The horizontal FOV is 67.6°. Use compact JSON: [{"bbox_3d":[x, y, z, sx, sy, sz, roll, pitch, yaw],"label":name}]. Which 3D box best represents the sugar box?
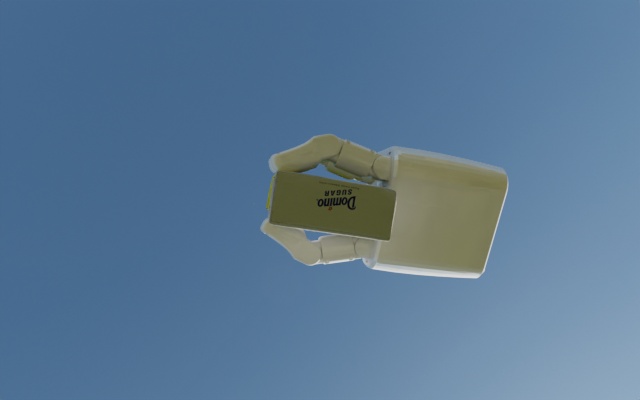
[{"bbox_3d":[0.000,0.001,0.430,0.093,0.048,0.176,9,-2,-8],"label":"sugar box"}]
